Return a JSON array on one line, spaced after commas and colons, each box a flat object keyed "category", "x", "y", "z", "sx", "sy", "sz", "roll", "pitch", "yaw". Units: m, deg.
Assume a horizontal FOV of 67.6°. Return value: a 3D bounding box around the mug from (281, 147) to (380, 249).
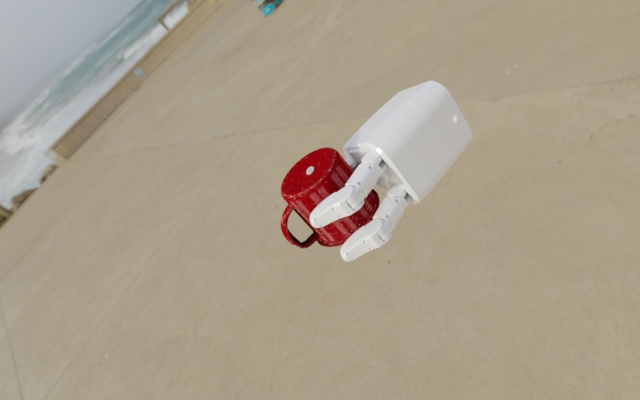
[{"category": "mug", "x": -0.001, "y": 0.003, "z": 0.551, "sx": 0.081, "sy": 0.117, "sz": 0.093, "roll": 49, "pitch": -12, "yaw": -29}]
